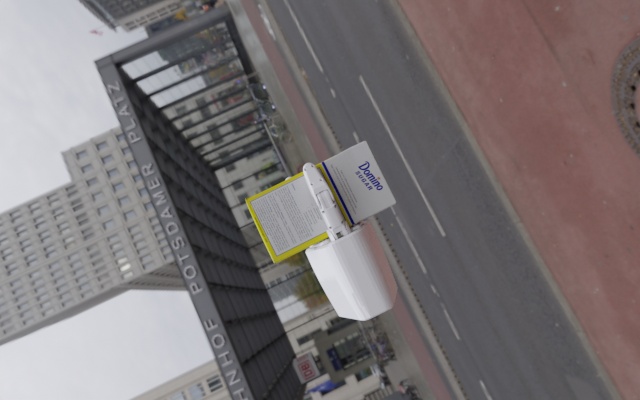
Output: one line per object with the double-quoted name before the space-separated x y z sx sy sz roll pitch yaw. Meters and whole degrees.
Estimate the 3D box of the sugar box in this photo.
"sugar box" 0.000 0.002 0.627 0.176 0.093 0.048 -25 -2 -4
